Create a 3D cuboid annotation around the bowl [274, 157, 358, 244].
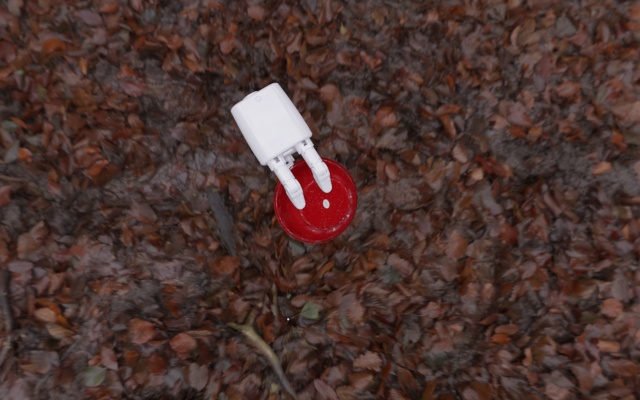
[{"bbox_3d":[0.001,0.004,0.857,0.162,0.162,0.055,0,6,-17],"label":"bowl"}]
